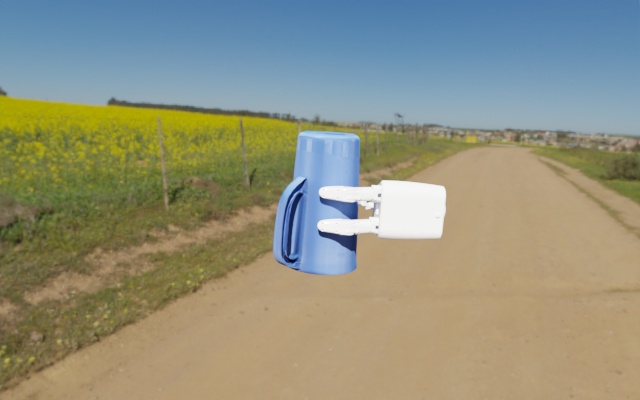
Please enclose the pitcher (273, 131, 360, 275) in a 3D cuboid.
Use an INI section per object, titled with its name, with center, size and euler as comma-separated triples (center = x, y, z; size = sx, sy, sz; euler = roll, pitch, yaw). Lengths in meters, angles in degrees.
[pitcher]
center = 0.000, 0.003, 0.838
size = 0.145, 0.243, 0.149
euler = 4, 10, 1
